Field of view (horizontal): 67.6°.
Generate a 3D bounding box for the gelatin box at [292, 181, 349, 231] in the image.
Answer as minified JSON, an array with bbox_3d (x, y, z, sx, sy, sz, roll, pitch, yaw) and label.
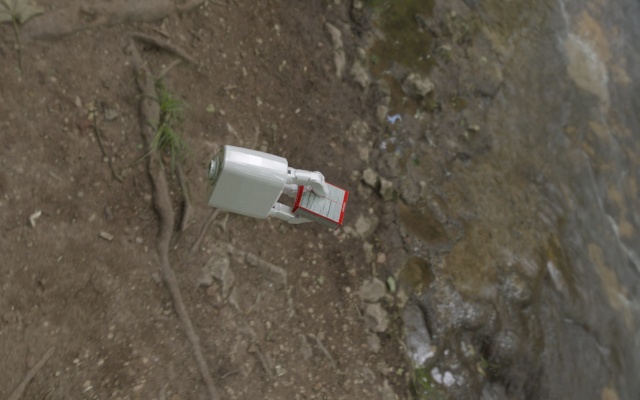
[{"bbox_3d":[0.001,0.003,0.849,0.089,0.073,0.030,23,-35,-13],"label":"gelatin box"}]
